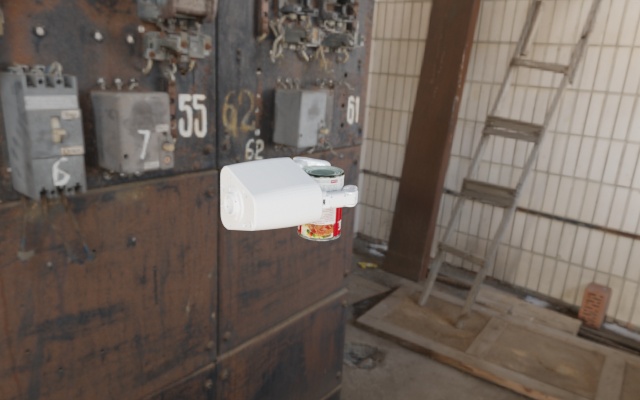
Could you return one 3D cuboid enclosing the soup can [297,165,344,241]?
[{"bbox_3d":[0.001,0.002,0.734,0.068,0.102,0.068,3,17,-1],"label":"soup can"}]
